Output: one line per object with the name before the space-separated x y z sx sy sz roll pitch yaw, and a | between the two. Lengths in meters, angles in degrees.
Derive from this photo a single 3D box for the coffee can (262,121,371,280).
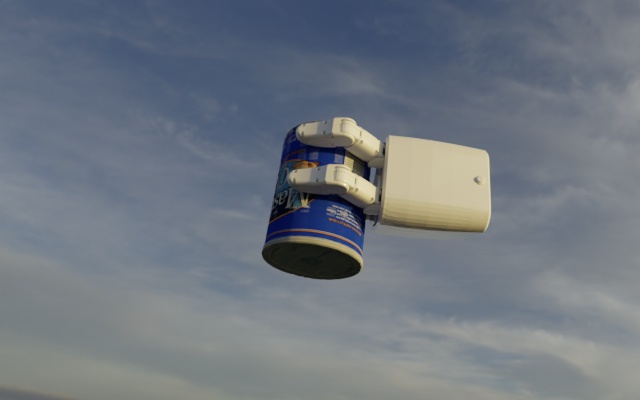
coffee can | 0.000 0.002 0.513 0.103 0.140 0.103 7 -27 3
